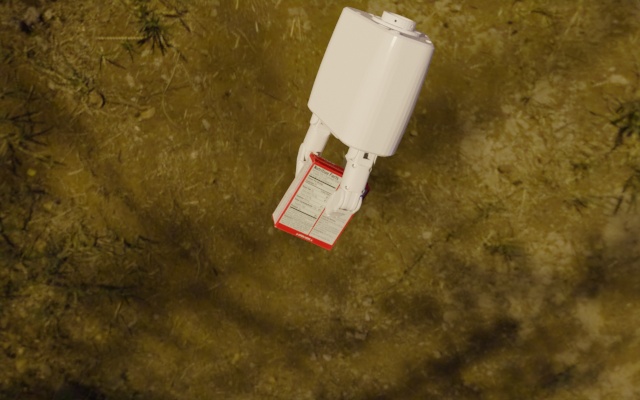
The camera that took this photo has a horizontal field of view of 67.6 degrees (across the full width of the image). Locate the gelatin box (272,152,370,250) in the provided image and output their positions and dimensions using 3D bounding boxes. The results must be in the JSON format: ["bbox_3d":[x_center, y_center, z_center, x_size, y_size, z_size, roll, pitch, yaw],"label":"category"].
[{"bbox_3d":[0.000,0.002,0.523,0.073,0.089,0.030,25,19,-22],"label":"gelatin box"}]
